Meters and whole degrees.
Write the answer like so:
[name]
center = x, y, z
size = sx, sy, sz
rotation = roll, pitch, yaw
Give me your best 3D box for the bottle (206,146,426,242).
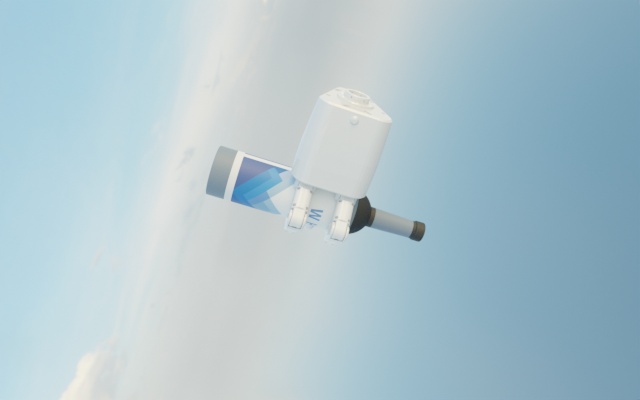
[bottle]
center = 0.000, 0.002, 0.641
size = 0.296, 0.069, 0.069
rotation = 17, -2, -8
